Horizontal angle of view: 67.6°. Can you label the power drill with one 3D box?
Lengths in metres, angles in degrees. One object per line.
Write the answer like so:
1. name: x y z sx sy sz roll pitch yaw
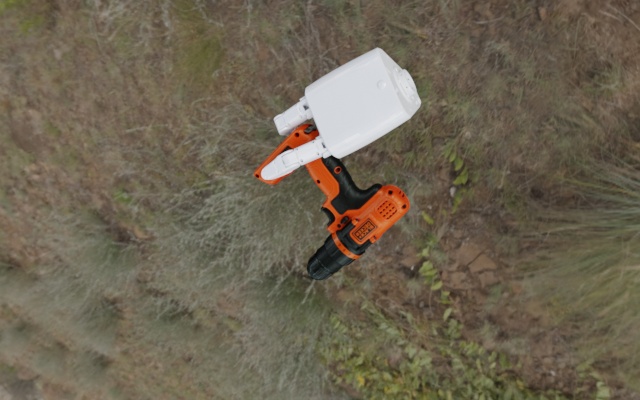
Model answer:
1. power drill: 0.000 0.002 0.663 0.184 0.187 0.057 -44 4 21
